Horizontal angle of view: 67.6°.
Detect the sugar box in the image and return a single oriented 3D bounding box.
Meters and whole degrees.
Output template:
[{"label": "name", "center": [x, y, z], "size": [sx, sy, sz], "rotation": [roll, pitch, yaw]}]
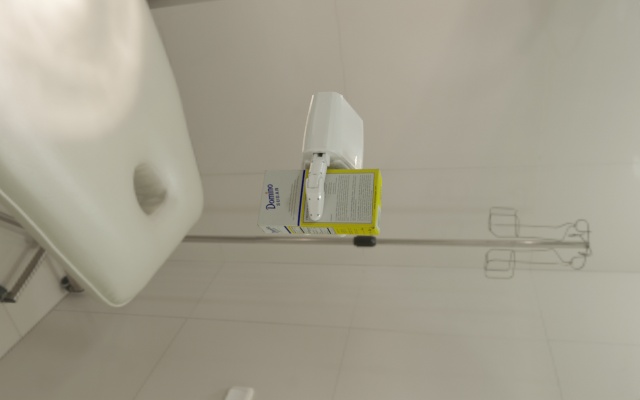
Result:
[{"label": "sugar box", "center": [0.000, 0.002, 0.711], "size": [0.176, 0.093, 0.048], "rotation": [0, -22, 15]}]
